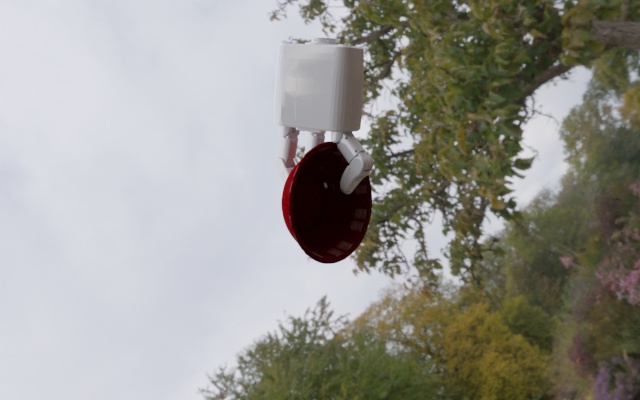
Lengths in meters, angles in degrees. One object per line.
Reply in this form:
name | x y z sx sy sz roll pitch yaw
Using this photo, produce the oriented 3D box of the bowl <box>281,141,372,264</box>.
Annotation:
bowl | 0.000 0.003 0.645 0.055 0.162 0.162 2 1 44
